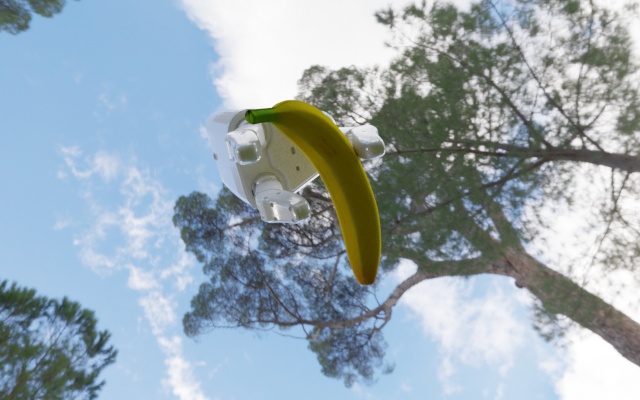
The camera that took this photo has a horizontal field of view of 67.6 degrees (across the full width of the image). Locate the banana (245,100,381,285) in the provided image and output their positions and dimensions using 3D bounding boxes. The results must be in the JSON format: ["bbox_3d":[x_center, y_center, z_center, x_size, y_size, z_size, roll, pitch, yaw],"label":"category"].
[{"bbox_3d":[0.011,-0.014,0.410,0.069,0.198,0.037,-46,29,-20],"label":"banana"}]
